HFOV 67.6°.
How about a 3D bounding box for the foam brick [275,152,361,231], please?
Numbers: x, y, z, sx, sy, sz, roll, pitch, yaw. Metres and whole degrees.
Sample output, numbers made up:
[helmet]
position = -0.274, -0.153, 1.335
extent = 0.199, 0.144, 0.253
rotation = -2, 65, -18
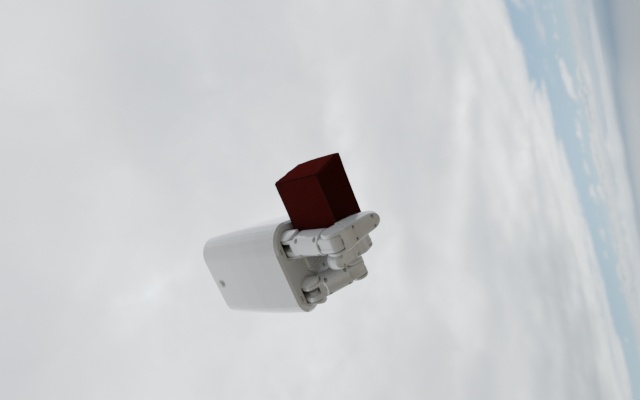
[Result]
[foam brick]
position = 0.000, 0.001, 0.473
extent = 0.051, 0.078, 0.053
rotation = -10, 21, 34
